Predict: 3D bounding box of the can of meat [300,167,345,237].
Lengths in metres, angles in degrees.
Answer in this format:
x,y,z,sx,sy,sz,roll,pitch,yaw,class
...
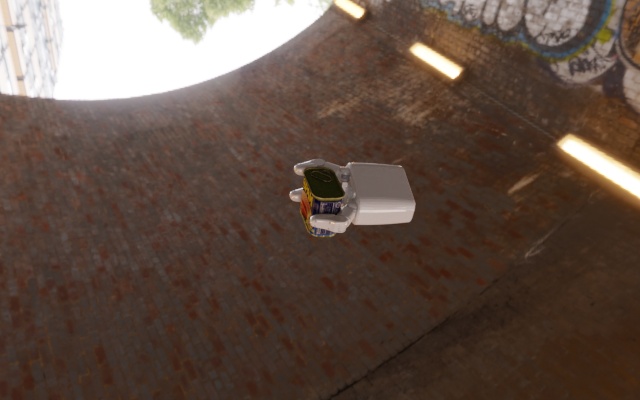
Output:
x,y,z,sx,sy,sz,roll,pitch,yaw,class
0.000,0.003,0.831,0.057,0.084,0.102,-2,34,-16,can of meat
